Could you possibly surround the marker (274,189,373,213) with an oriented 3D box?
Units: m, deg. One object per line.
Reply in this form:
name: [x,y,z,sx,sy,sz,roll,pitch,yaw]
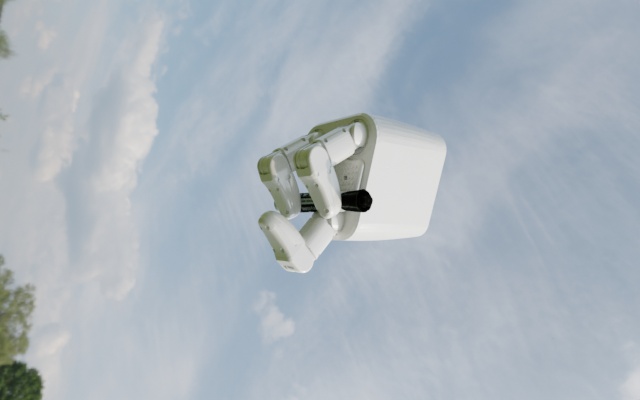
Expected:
marker: [0.000,0.001,0.421,0.020,0.020,0.121,0,-1,-39]
